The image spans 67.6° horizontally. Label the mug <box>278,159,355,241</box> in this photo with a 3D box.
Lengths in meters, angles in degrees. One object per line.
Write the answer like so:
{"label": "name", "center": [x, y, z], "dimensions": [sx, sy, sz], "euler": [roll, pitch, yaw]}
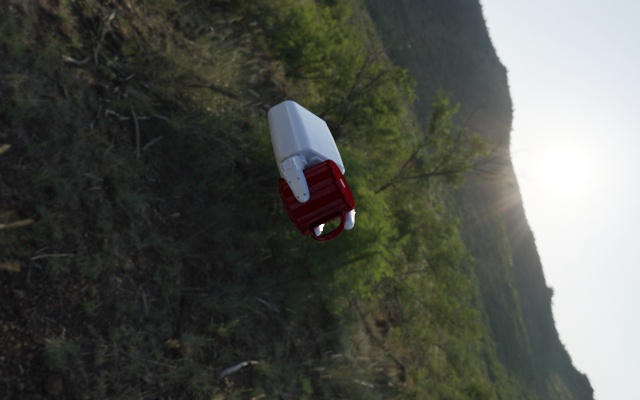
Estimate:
{"label": "mug", "center": [0.001, 0.003, 0.678], "dimensions": [0.081, 0.117, 0.093], "euler": [-25, -33, 12]}
